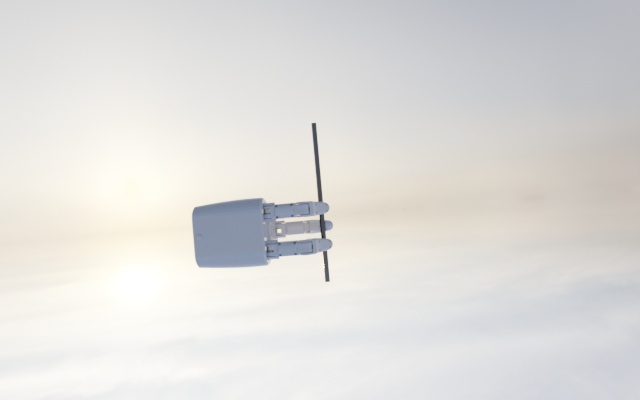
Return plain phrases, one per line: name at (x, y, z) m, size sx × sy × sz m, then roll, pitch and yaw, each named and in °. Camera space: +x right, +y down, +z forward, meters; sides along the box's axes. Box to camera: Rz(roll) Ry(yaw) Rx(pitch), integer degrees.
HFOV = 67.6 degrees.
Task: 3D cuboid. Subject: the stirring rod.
stirring rod at (0.000, 0.002, 0.721) m, size 0.011 × 0.239 × 0.011 m, roll -5°, pitch -2°, yaw 0°
